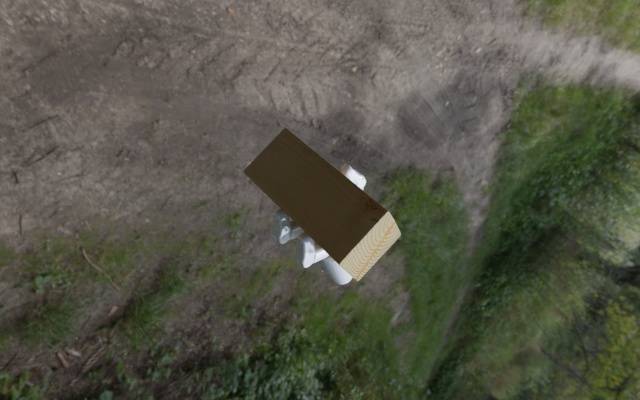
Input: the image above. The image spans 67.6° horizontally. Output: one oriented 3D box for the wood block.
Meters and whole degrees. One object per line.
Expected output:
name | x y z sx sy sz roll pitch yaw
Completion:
wood block | 0.001 0.002 0.663 0.206 0.091 0.090 41 -4 30
